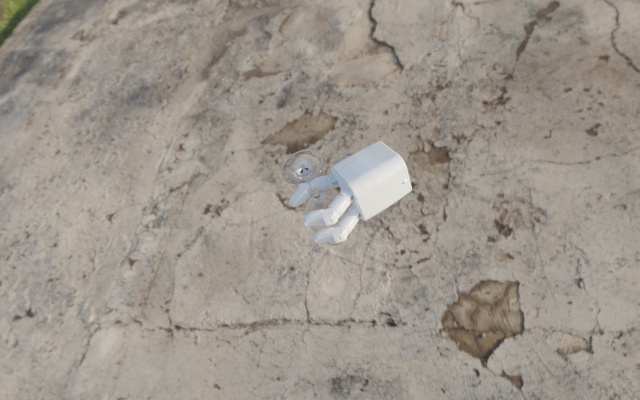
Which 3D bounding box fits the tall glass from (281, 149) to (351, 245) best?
[{"bbox_3d":[0.000,0.002,0.854,0.079,0.079,0.201,0,-36,21],"label":"tall glass"}]
